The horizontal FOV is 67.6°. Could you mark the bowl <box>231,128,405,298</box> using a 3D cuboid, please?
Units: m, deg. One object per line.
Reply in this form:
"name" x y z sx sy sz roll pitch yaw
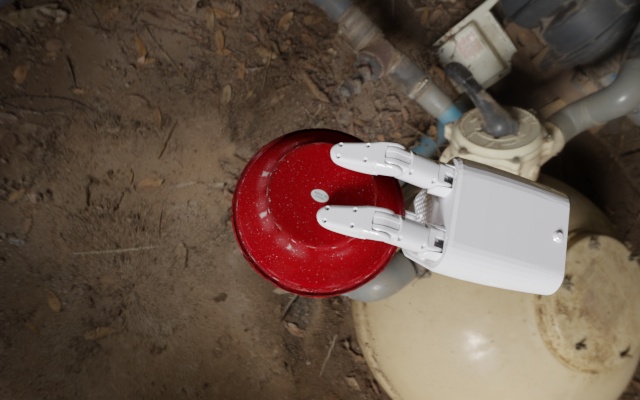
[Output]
"bowl" -0.001 0.001 0.418 0.162 0.162 0.055 0 -15 -3
